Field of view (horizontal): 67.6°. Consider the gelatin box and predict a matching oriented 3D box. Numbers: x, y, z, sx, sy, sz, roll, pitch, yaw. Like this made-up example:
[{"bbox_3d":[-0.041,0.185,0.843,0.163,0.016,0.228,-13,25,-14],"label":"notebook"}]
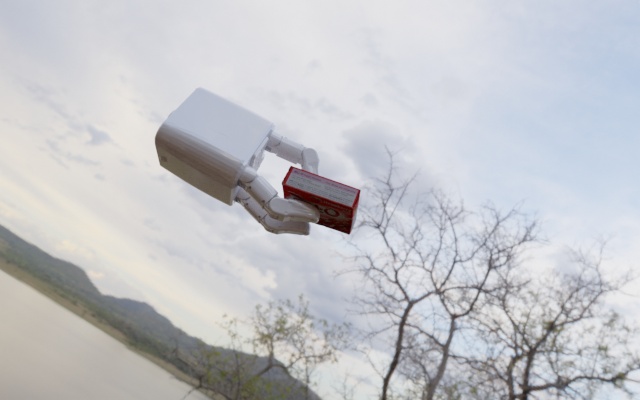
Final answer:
[{"bbox_3d":[0.001,0.002,0.567,0.089,0.030,0.073,19,-26,9],"label":"gelatin box"}]
